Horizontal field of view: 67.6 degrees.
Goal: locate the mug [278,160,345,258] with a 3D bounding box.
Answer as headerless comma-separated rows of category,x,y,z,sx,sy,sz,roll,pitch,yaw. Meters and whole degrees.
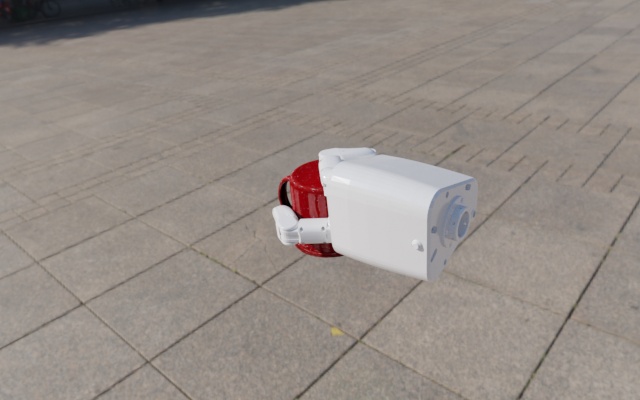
mug,-0.001,0.001,0.543,0.117,0.081,0.093,16,36,34
